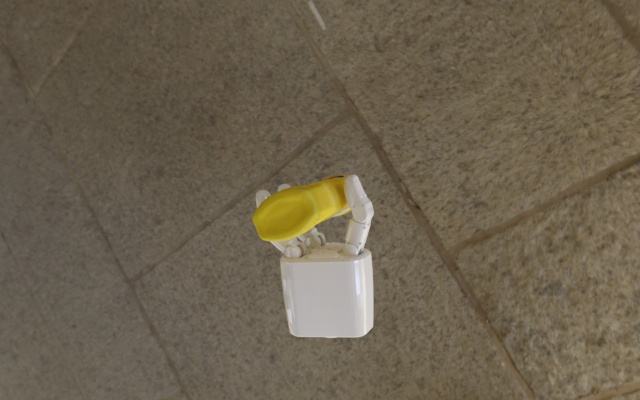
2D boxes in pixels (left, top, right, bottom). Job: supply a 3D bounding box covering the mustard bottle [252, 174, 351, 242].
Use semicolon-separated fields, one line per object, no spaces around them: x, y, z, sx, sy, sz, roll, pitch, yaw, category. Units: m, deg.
0.000;0.002;0.639;0.096;0.058;0.191;-27;-4;30;mustard bottle
